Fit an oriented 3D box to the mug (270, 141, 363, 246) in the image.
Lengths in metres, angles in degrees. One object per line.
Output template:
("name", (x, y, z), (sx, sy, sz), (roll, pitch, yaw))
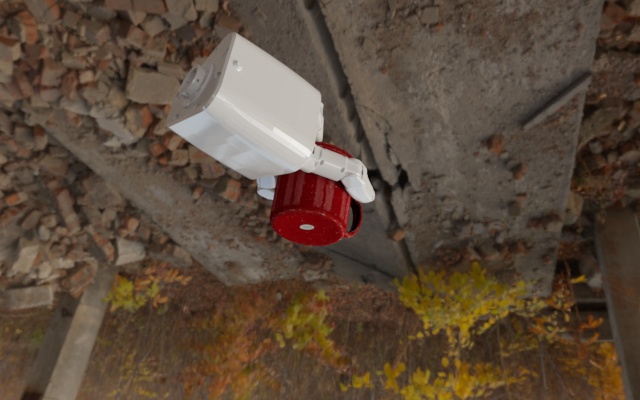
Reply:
("mug", (0.001, 0.003, 0.521), (0.117, 0.081, 0.093), (31, -38, -32))
